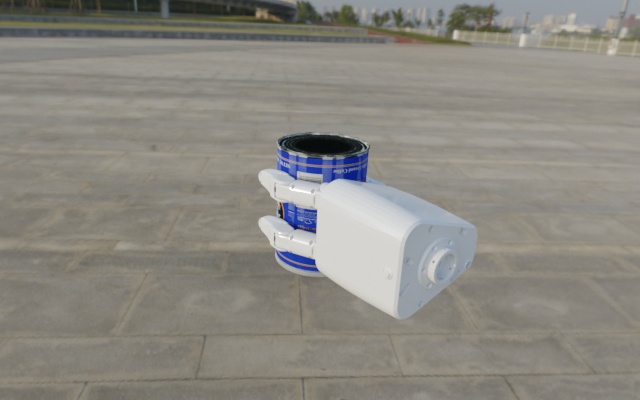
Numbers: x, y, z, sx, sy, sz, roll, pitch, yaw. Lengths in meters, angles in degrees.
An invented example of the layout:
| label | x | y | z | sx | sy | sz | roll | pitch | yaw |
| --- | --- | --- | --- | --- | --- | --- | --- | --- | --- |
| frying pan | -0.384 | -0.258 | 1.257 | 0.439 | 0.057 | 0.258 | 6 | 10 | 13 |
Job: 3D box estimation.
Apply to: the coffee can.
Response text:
| label | x | y | z | sx | sy | sz | roll | pitch | yaw |
| --- | --- | --- | --- | --- | --- | --- | --- | --- | --- |
| coffee can | 0.000 | 0.002 | 0.548 | 0.103 | 0.140 | 0.102 | 2 | 21 | -1 |
